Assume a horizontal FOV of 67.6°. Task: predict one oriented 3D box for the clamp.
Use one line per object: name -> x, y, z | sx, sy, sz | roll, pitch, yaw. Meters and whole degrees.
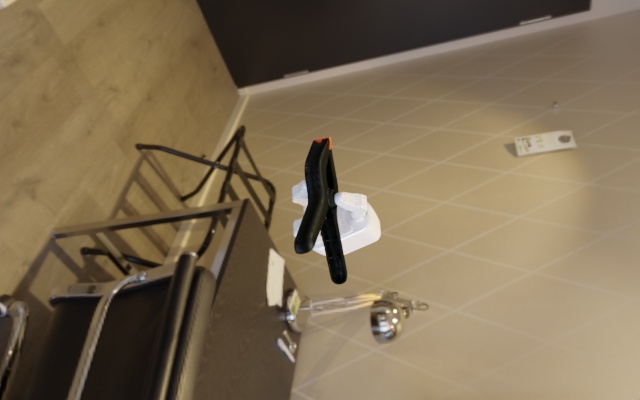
clamp -> 0.001, 0.002, 0.662 | 0.036, 0.210, 0.165 | -8, -19, 16
